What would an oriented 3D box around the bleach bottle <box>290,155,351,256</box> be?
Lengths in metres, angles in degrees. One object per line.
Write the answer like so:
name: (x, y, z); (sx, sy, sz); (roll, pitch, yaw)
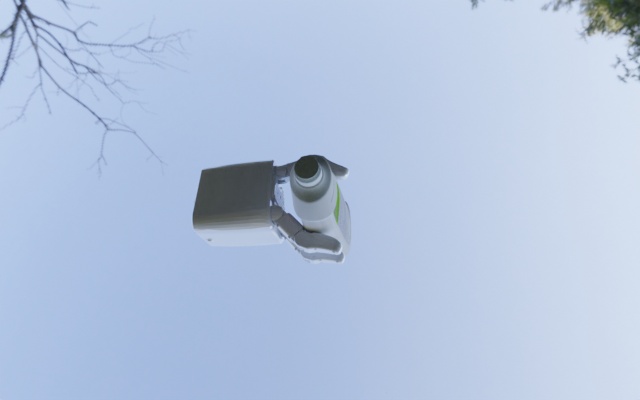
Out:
bleach bottle: (0.000, 0.002, 0.639); (0.068, 0.102, 0.251); (-5, -22, 6)
